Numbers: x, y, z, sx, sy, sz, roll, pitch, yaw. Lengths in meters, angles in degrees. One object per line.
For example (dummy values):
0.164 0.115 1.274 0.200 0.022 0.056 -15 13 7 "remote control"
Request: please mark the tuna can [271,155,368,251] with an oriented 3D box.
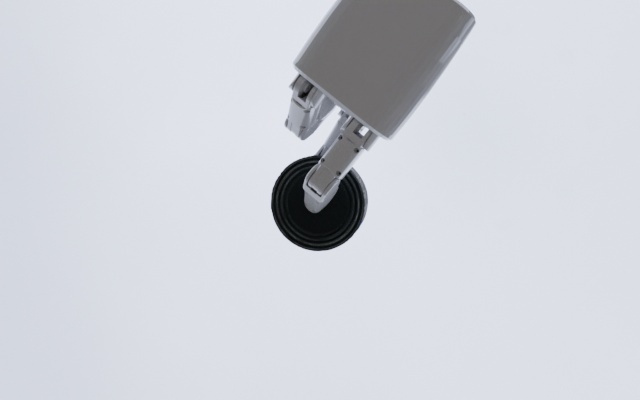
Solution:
0.000 0.001 0.439 0.086 0.086 0.034 0 6 13 "tuna can"
